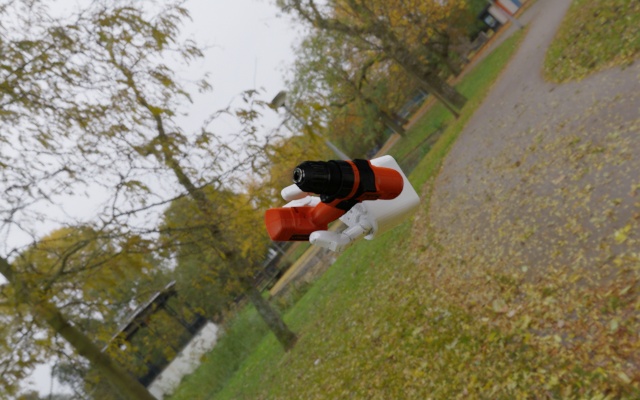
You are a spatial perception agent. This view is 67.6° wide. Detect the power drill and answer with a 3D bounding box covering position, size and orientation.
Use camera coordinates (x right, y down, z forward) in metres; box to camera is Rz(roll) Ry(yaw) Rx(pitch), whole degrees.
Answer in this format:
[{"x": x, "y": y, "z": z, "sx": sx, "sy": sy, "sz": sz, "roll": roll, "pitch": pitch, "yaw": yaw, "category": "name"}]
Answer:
[{"x": 0.000, "y": 0.002, "z": 0.681, "sx": 0.184, "sy": 0.057, "sz": 0.188, "roll": 5, "pitch": -26, "yaw": -40, "category": "power drill"}]
